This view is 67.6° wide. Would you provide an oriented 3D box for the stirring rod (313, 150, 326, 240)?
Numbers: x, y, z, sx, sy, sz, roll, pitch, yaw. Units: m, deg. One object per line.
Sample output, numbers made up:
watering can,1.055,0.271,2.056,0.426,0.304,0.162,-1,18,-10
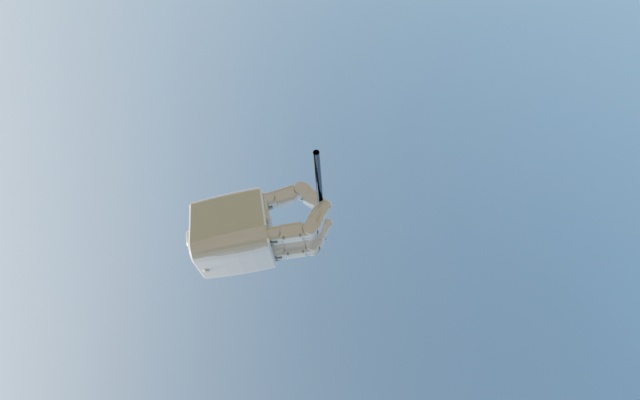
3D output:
stirring rod,0.000,0.002,0.666,0.011,0.011,0.240,0,-29,3
